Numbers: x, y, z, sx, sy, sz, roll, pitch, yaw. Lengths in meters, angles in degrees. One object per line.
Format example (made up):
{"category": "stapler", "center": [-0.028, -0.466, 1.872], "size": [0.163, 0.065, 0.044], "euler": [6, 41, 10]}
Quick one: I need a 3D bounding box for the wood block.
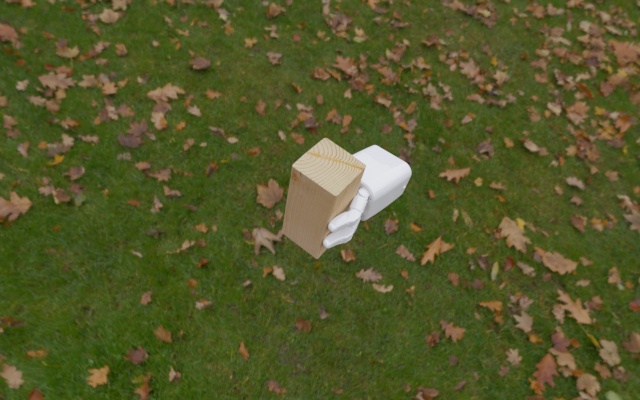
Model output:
{"category": "wood block", "center": [0.000, 0.002, 0.848], "size": [0.091, 0.090, 0.206], "euler": [36, -33, 15]}
